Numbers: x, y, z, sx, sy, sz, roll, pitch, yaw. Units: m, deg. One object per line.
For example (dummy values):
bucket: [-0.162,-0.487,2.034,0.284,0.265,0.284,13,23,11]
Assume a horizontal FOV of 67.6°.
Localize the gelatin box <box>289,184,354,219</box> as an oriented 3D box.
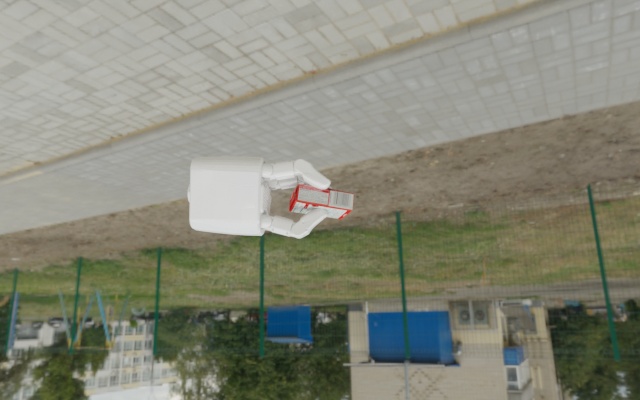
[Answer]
gelatin box: [0.000,0.003,0.731,0.089,0.030,0.073,10,-14,-8]
